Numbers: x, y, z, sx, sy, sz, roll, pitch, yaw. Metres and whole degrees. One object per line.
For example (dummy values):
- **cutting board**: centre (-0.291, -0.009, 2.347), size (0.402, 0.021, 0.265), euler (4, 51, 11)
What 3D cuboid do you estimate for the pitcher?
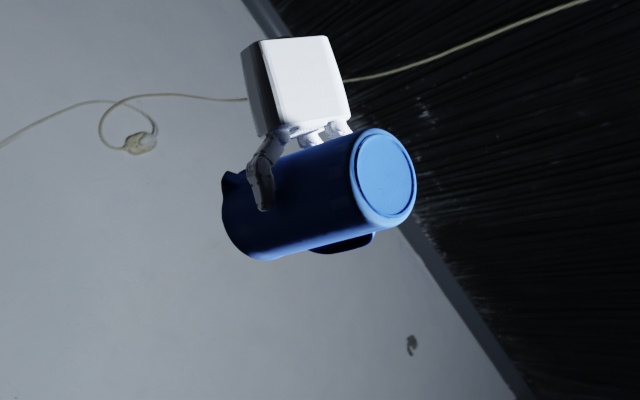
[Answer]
- **pitcher**: centre (0.000, 0.002, 0.588), size (0.149, 0.145, 0.243), euler (-11, -3, -41)
